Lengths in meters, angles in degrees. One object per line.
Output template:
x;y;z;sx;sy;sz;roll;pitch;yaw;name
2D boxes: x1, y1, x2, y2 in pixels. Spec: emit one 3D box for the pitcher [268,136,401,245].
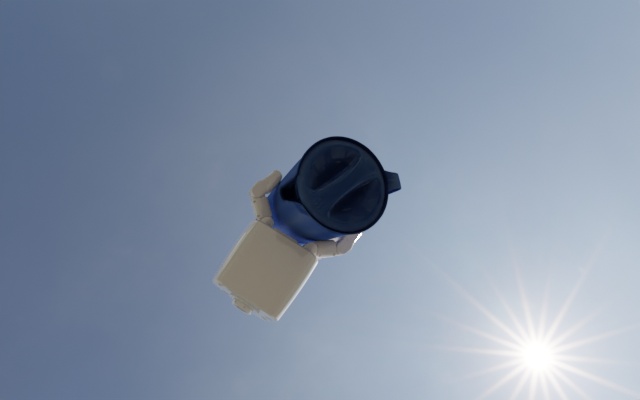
0.000;0.003;0.732;0.149;0.145;0.243;37;-22;-10;pitcher
